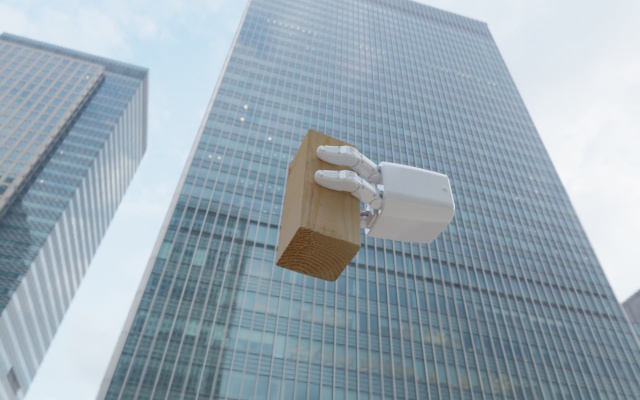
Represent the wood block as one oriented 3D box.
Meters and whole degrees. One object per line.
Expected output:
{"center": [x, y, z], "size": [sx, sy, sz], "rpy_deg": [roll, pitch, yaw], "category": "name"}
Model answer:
{"center": [0.000, 0.003, 0.702], "size": [0.090, 0.206, 0.091], "rpy_deg": [19, -48, -14], "category": "wood block"}
